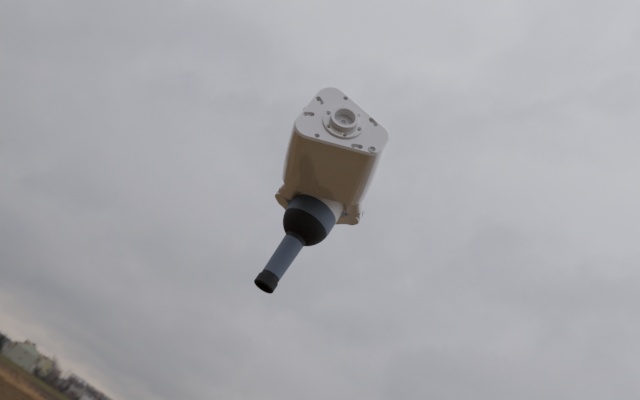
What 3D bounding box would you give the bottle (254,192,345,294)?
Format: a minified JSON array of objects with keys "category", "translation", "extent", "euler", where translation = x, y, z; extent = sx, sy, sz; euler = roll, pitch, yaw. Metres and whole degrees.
[{"category":"bottle","translation":[0.000,0.002,0.659],"extent":[0.069,0.295,0.069],"euler":[23,-33,17]}]
